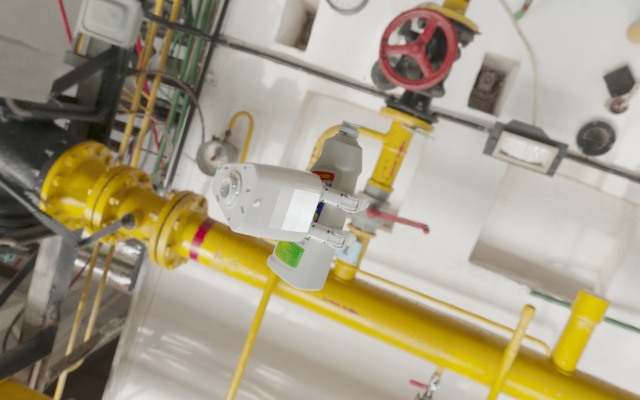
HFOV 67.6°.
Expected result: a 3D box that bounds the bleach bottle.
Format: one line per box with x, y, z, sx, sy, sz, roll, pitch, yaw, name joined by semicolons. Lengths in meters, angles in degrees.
0.000;0.002;0.718;0.068;0.251;0.102;11;13;-39;bleach bottle
